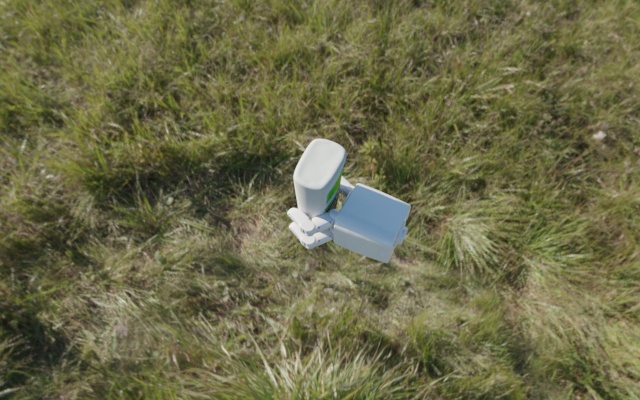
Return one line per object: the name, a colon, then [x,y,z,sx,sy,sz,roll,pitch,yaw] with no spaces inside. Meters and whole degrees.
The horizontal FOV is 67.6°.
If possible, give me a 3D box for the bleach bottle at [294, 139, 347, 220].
bleach bottle: [0.000,0.003,0.875,0.068,0.102,0.251,22,-27,13]
